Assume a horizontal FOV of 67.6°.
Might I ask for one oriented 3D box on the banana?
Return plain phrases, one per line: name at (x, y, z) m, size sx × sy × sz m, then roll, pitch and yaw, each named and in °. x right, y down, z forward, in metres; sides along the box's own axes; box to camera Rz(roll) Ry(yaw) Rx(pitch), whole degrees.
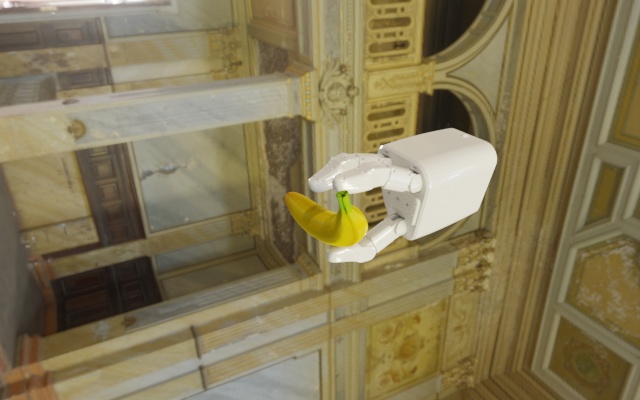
banana at (0.008, 0.019, 0.548) m, size 0.037 × 0.069 × 0.198 m, roll -23°, pitch 8°, yaw -20°
